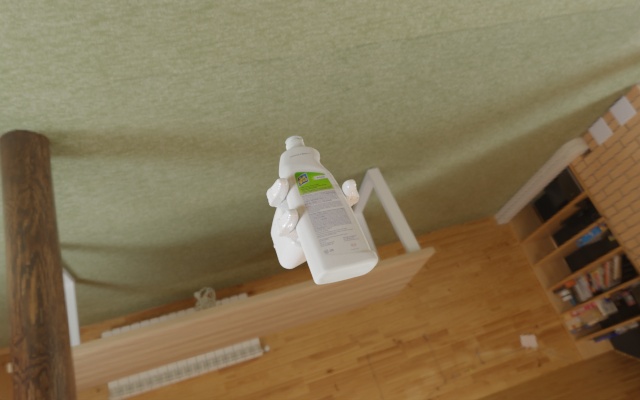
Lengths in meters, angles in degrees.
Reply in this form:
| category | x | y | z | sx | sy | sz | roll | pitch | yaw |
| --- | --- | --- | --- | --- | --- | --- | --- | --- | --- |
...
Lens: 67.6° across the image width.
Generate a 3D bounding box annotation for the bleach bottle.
| category | x | y | z | sx | sy | sz | roll | pitch | yaw |
| --- | --- | --- | --- | --- | --- | --- | --- | --- | --- |
| bleach bottle | 0.000 | 0.003 | 0.766 | 0.102 | 0.250 | 0.068 | -9 | -27 | -21 |
